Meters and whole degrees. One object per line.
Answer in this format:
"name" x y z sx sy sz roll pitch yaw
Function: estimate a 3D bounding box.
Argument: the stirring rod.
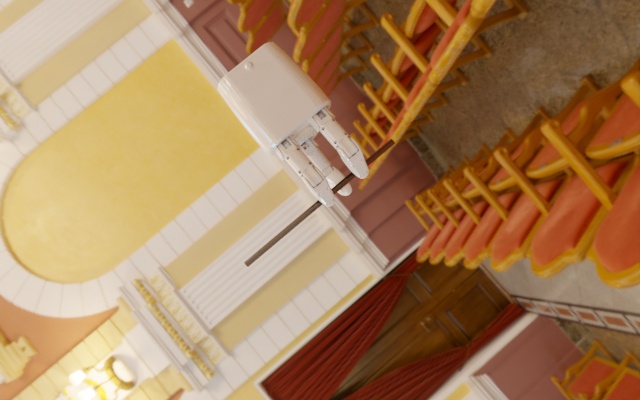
"stirring rod" 0.000 0.002 0.597 0.239 0.011 0.011 -40 3 -4
